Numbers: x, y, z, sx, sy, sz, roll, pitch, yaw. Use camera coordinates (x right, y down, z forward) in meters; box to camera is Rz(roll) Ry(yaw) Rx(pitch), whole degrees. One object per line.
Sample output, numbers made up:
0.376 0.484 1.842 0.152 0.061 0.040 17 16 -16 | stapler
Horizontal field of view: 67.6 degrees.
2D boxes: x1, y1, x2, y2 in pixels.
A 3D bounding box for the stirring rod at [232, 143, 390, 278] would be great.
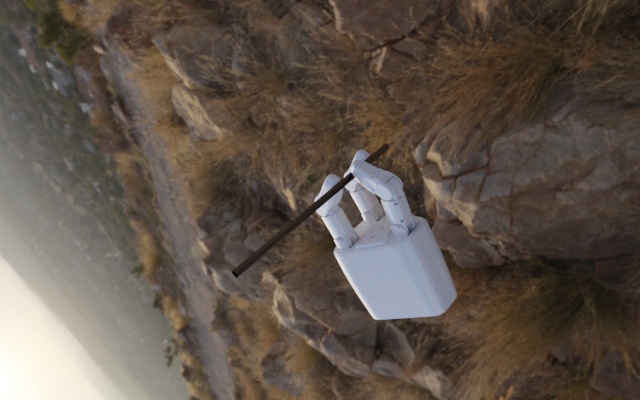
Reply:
0.000 0.002 0.497 0.239 0.011 0.011 -40 24 -32 | stirring rod
